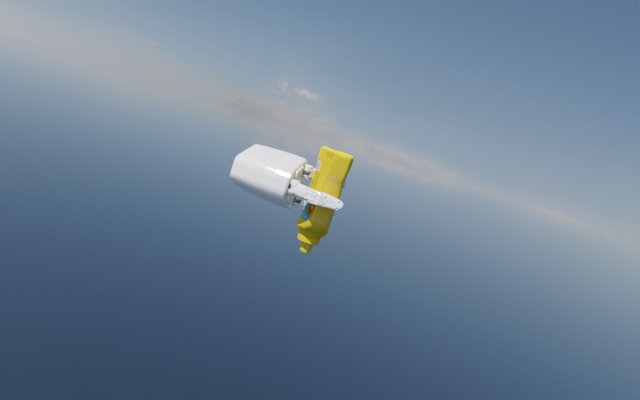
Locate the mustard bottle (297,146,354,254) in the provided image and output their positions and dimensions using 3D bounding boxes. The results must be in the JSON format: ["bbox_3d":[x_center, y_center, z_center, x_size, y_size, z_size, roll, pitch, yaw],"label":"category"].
[{"bbox_3d":[0.001,0.003,0.850,0.058,0.191,0.096,17,8,-16],"label":"mustard bottle"}]
